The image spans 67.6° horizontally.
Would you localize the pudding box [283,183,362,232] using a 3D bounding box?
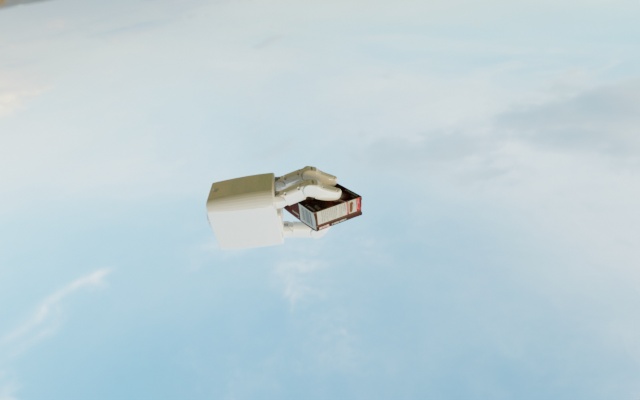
[{"bbox_3d":[0.000,0.003,0.775,0.090,0.039,0.113,-20,31,-26],"label":"pudding box"}]
